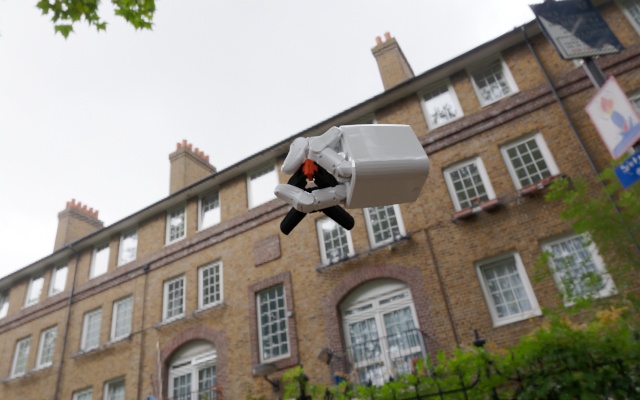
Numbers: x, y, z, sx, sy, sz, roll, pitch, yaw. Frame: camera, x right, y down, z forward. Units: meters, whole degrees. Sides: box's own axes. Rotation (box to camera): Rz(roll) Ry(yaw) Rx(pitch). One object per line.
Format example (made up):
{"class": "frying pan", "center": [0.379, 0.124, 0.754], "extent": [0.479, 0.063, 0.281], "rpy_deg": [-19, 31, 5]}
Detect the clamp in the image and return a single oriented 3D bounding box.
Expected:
{"class": "clamp", "center": [0.000, 0.002, 0.722], "extent": [0.120, 0.039, 0.172], "rpy_deg": [-4, -32, -9]}
